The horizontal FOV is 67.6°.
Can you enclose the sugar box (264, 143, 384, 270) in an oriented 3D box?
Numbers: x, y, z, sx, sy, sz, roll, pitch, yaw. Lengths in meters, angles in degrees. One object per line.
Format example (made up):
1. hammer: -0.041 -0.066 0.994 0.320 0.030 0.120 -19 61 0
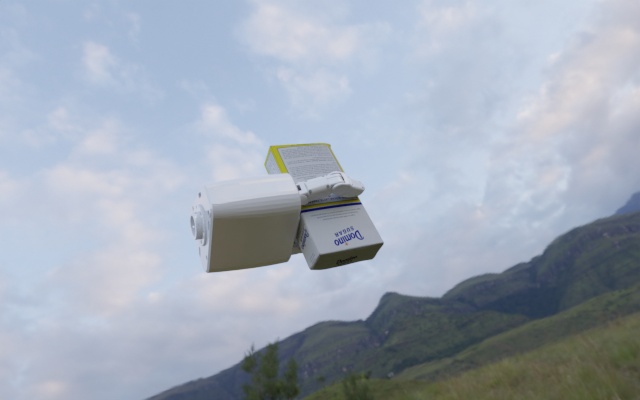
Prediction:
1. sugar box: 0.000 0.002 0.617 0.093 0.176 0.048 -7 -34 -27
